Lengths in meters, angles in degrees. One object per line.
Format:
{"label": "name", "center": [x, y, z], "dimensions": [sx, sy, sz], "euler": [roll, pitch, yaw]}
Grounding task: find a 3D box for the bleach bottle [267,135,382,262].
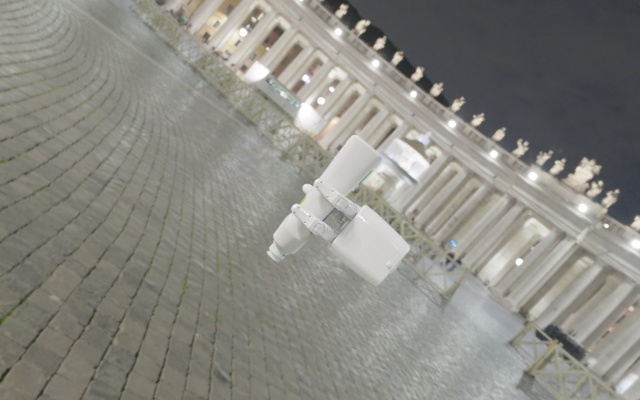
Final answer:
{"label": "bleach bottle", "center": [0.000, 0.003, 0.824], "dimensions": [0.068, 0.251, 0.102], "euler": [41, 5, 0]}
